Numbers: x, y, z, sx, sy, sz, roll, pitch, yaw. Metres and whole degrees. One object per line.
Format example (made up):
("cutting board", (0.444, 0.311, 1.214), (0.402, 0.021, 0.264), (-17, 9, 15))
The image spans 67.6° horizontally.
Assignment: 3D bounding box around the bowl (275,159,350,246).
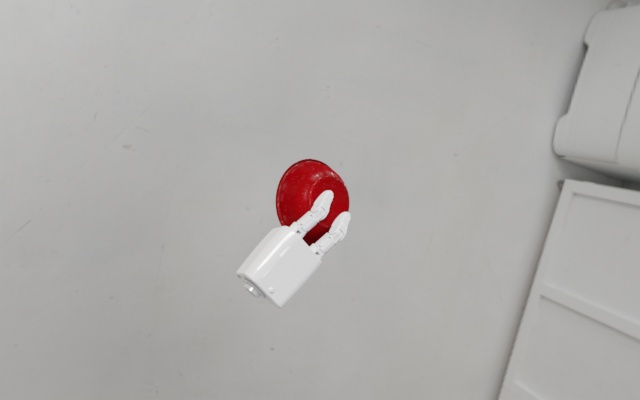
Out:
("bowl", (0.001, 0.002, 0.862), (0.162, 0.162, 0.055), (0, -2, -39))
